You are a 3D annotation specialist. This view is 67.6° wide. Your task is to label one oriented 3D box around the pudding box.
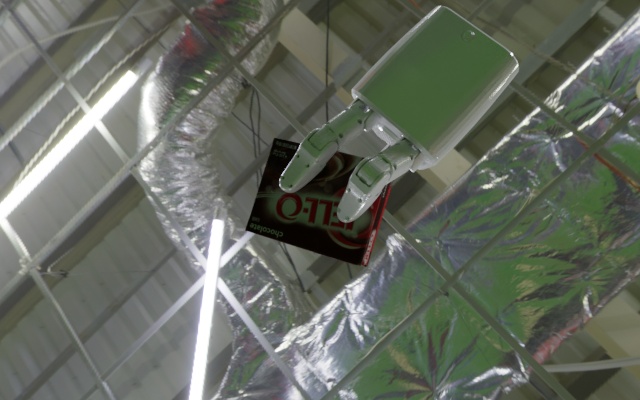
[{"bbox_3d":[0.000,0.001,0.427,0.113,0.090,0.039,15,-7,20],"label":"pudding box"}]
